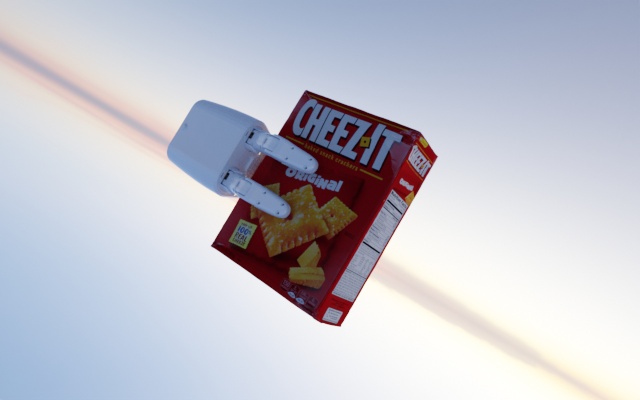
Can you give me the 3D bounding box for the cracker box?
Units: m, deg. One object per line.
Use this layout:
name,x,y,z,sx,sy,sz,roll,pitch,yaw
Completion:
cracker box,0.000,0.002,0.524,0.164,0.213,0.072,28,-4,34
